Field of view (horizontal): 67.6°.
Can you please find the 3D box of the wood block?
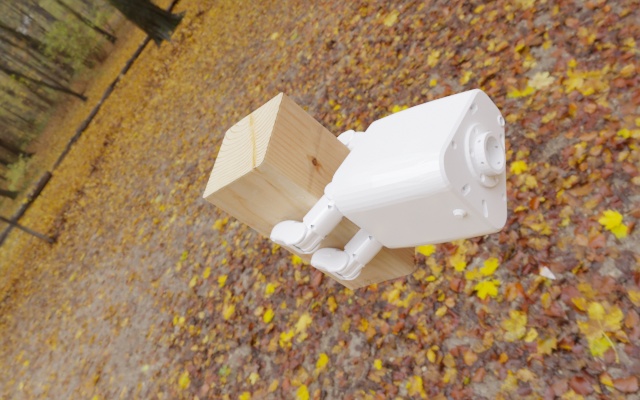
[{"bbox_3d":[0.000,0.001,0.486,0.090,0.090,0.206,-25,-48,38],"label":"wood block"}]
